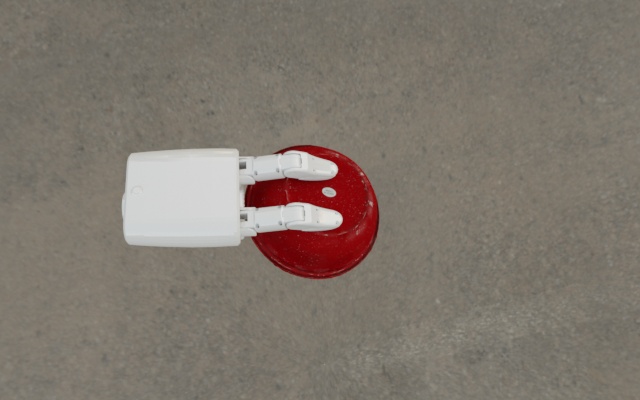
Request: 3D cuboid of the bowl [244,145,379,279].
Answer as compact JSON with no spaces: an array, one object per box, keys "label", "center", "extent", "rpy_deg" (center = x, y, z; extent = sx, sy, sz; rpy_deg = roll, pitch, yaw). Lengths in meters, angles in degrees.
[{"label":"bowl","center":[0.001,0.001,0.524],"extent":[0.162,0.162,0.055],"rpy_deg":[0,-19,-18]}]
